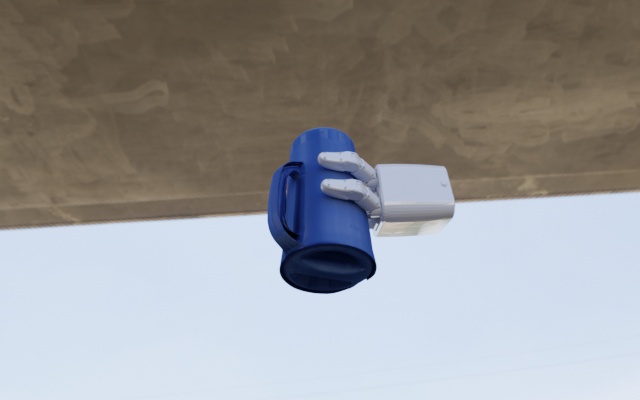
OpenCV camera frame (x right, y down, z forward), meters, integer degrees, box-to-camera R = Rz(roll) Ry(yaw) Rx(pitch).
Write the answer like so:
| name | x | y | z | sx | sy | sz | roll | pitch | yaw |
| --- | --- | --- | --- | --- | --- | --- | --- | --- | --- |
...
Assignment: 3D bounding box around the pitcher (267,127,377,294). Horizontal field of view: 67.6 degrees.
| name | x | y | z | sx | sy | sz | roll | pitch | yaw |
| --- | --- | --- | --- | --- | --- | --- | --- | --- | --- |
| pitcher | 0.000 | 0.002 | 0.714 | 0.145 | 0.242 | 0.149 | -1 | -39 | -2 |
